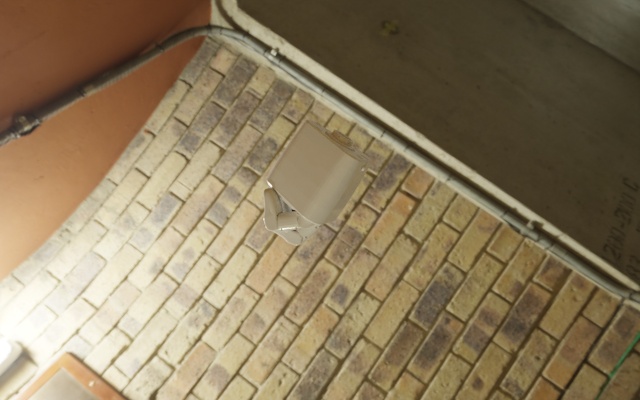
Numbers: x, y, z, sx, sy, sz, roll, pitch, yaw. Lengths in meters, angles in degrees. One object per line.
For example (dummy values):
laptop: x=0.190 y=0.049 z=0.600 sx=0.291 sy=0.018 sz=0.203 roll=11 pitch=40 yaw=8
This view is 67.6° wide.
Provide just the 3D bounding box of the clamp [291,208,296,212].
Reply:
clamp: x=0.000 y=0.002 z=0.780 sx=0.039 sy=0.120 sz=0.171 roll=39 pitch=16 yaw=10
